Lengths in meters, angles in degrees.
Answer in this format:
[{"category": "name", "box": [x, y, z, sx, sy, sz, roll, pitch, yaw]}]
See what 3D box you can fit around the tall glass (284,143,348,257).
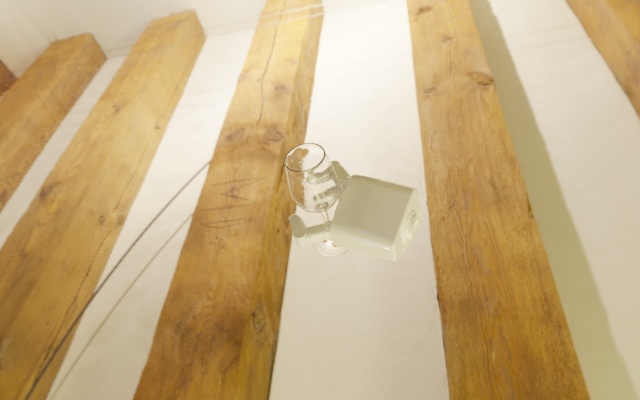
[{"category": "tall glass", "box": [0.000, 0.003, 0.764, 0.079, 0.079, 0.201, 0, -42, 19]}]
